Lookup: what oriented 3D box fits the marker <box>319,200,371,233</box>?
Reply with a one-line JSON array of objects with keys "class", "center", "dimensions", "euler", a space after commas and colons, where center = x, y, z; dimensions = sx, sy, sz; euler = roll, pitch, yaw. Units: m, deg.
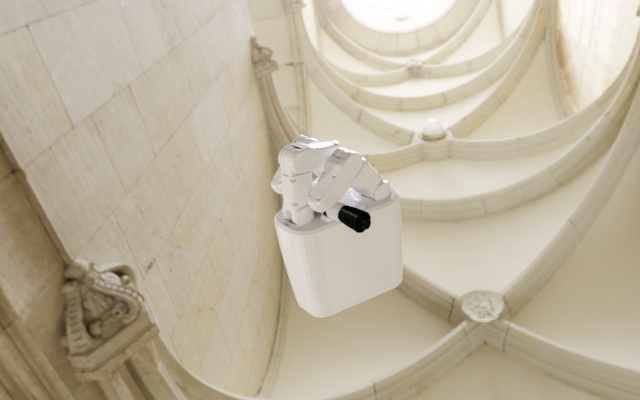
[{"class": "marker", "center": [0.000, 0.001, 0.427], "dimensions": [0.020, 0.020, 0.121], "euler": [0, 17, -41]}]
